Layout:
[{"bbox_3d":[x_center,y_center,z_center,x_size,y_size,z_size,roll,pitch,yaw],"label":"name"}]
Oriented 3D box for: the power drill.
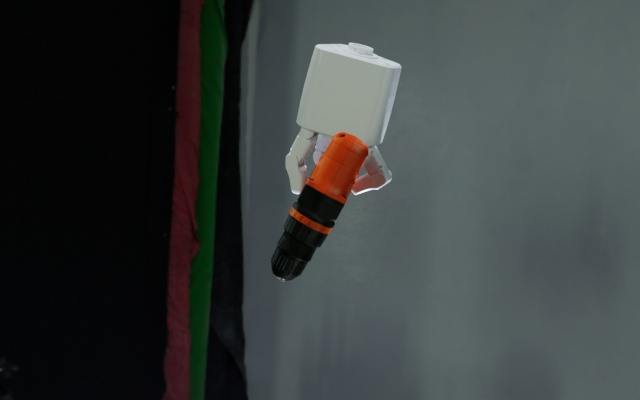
[{"bbox_3d":[0.000,0.002,0.609,0.057,0.184,0.187,30,7,-2],"label":"power drill"}]
